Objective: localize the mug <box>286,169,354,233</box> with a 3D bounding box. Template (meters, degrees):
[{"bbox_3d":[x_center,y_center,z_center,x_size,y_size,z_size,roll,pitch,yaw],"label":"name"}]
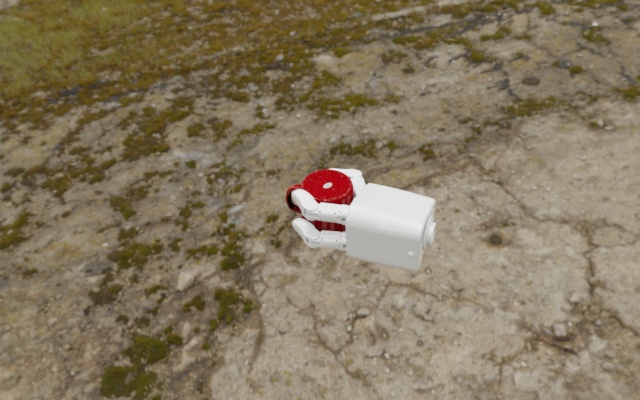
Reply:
[{"bbox_3d":[-0.001,0.002,0.760,0.117,0.082,0.093,12,43,17],"label":"mug"}]
